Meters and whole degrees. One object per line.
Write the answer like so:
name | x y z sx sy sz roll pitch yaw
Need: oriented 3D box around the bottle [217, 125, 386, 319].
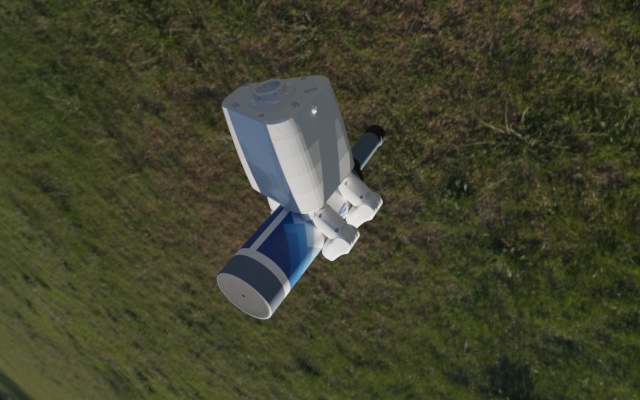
bottle | 0.000 0.002 0.552 0.069 0.069 0.295 0 39 41
